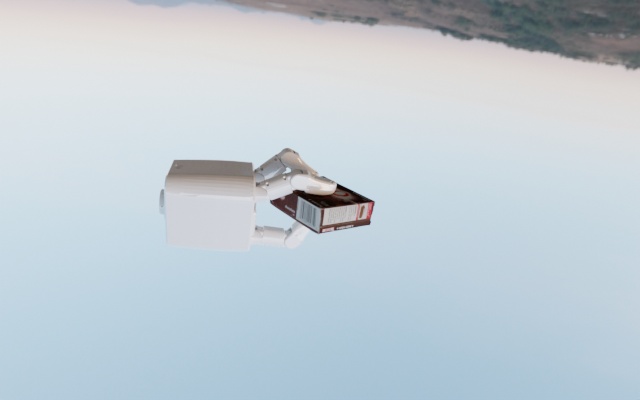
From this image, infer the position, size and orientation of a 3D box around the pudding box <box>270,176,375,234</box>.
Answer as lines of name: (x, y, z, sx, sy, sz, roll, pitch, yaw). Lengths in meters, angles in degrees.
pudding box: (0.000, 0.002, 0.627, 0.090, 0.039, 0.113, -8, 27, -37)
